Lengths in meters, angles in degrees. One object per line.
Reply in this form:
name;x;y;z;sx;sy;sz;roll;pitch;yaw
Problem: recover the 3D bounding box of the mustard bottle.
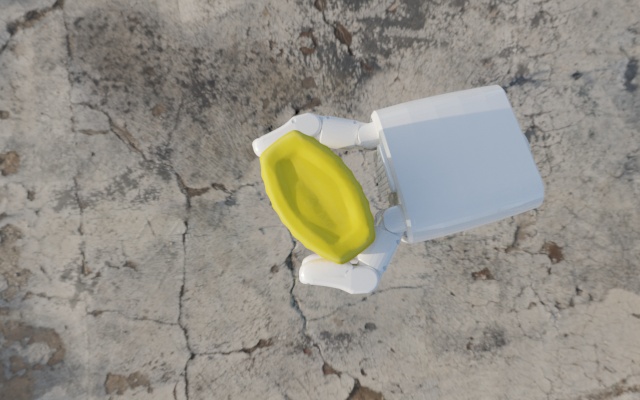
mustard bottle;0.000;0.001;0.408;0.058;0.096;0.191;-38;-3;0
